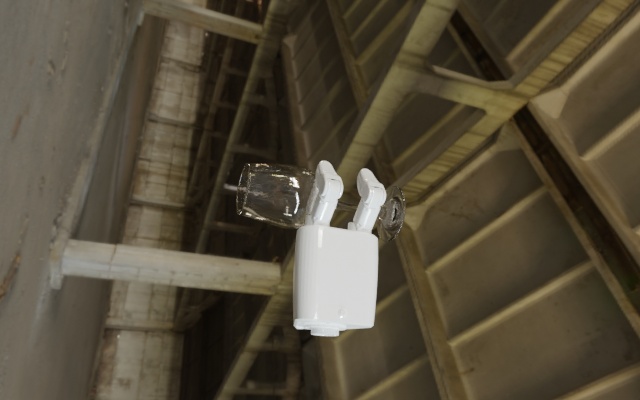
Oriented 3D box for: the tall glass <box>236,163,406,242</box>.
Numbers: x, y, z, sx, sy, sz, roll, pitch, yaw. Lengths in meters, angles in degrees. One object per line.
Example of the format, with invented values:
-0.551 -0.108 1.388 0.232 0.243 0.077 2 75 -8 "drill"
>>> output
0.001 0.002 0.595 0.201 0.079 0.079 10 -3 -19 "tall glass"
